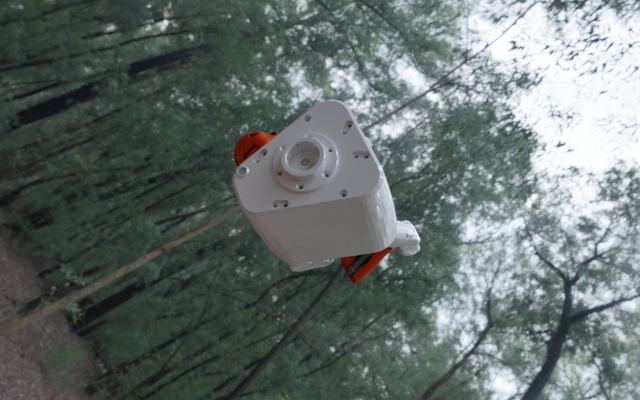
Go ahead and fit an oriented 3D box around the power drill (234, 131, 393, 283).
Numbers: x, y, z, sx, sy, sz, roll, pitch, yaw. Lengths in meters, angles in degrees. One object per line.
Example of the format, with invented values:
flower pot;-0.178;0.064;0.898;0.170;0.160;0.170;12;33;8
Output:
power drill;0.000;0.002;0.535;0.187;0.057;0.184;43;10;10
